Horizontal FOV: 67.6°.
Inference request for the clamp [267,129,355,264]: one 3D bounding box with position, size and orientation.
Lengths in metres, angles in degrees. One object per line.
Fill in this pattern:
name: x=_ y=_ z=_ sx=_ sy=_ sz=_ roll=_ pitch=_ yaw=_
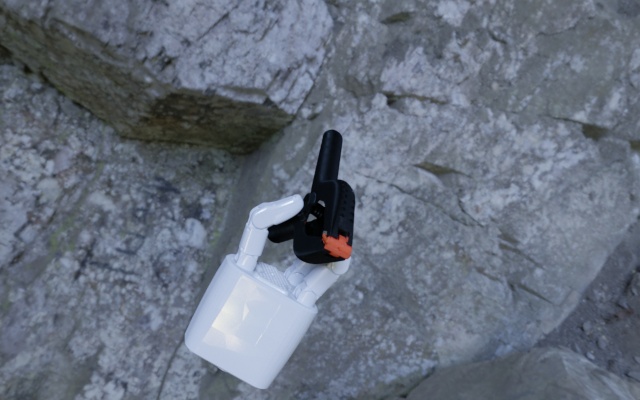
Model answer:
clamp: x=-0.001 y=0.002 z=0.529 sx=0.036 sy=0.164 sz=0.210 roll=26 pitch=5 yaw=-19
